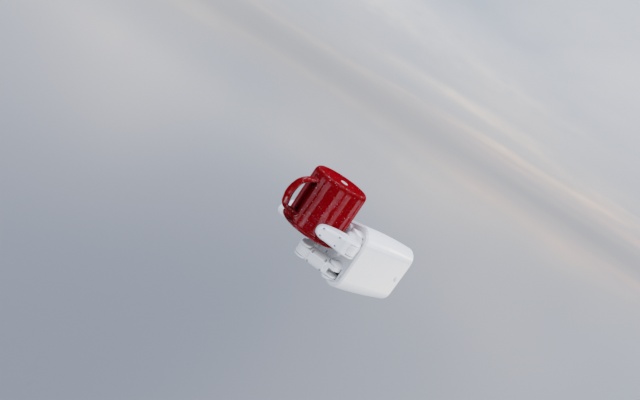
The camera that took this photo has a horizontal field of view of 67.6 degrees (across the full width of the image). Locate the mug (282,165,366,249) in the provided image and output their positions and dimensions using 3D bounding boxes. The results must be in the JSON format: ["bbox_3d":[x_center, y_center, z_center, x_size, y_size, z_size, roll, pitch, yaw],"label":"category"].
[{"bbox_3d":[-0.001,0.001,0.644,0.117,0.081,0.093,24,16,-38],"label":"mug"}]
